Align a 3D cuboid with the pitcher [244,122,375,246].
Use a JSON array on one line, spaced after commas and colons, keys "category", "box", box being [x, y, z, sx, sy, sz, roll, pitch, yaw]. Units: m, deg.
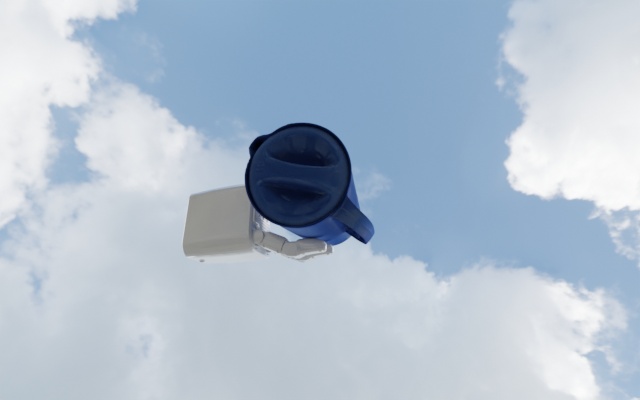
[{"category": "pitcher", "box": [0.000, 0.002, 0.680, 0.145, 0.149, 0.243, -10, -16, 9]}]
